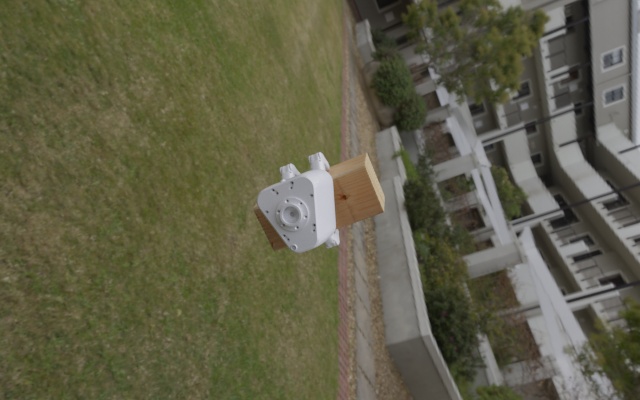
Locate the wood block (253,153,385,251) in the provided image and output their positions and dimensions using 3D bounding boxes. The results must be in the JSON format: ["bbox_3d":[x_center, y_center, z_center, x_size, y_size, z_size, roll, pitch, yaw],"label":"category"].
[{"bbox_3d":[0.000,0.003,0.841,0.206,0.091,0.090,-20,16,14],"label":"wood block"}]
